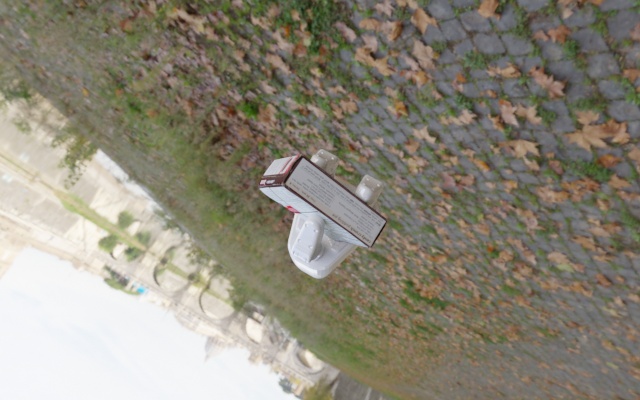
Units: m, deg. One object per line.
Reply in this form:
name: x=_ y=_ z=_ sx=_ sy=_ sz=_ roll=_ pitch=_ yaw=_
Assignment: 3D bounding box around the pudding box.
pudding box: x=0.000 y=0.002 z=0.484 sx=0.113 sy=0.039 sz=0.090 roll=35 pitch=-13 yaw=-19
